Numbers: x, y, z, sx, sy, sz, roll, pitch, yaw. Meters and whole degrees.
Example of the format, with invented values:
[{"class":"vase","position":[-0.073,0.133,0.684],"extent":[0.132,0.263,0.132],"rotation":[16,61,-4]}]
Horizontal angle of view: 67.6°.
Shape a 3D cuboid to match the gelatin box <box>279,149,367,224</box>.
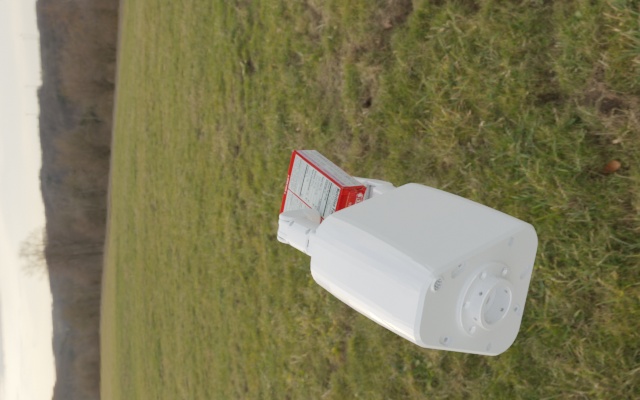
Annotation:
[{"class":"gelatin box","position":[0.000,0.001,0.452],"extent":[0.030,0.073,0.089],"rotation":[-6,30,-36]}]
